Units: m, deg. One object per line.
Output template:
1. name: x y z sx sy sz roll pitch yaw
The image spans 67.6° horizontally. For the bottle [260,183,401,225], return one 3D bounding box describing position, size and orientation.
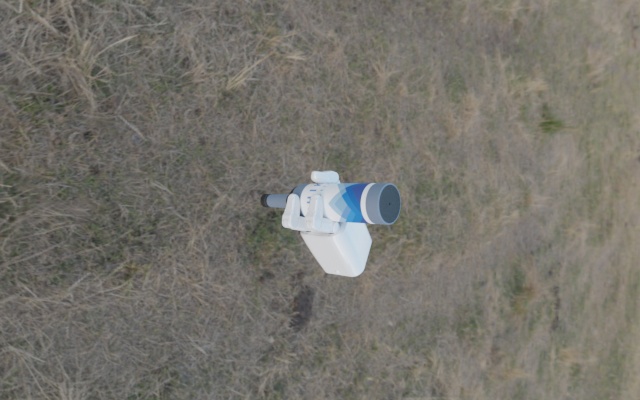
1. bottle: 0.000 0.003 0.856 0.295 0.069 0.069 1 1 41
